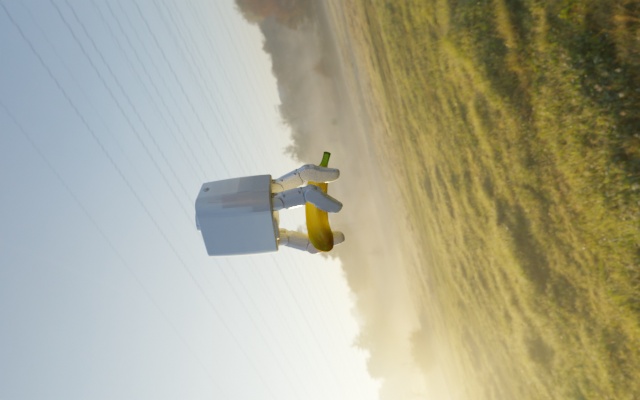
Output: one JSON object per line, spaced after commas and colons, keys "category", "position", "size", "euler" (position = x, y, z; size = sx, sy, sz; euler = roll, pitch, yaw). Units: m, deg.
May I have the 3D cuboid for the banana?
{"category": "banana", "position": [-0.003, 0.012, 0.728], "size": [0.037, 0.197, 0.070], "euler": [5, -43, -8]}
